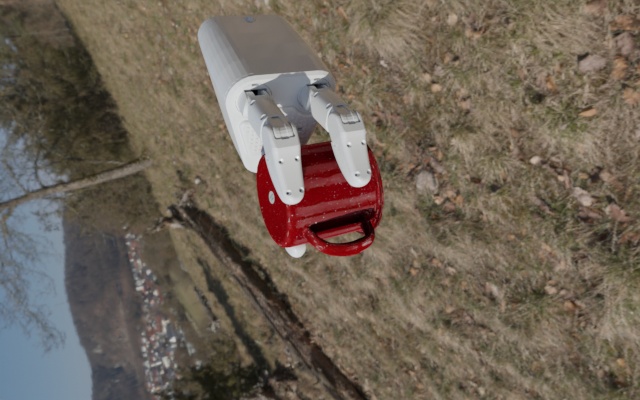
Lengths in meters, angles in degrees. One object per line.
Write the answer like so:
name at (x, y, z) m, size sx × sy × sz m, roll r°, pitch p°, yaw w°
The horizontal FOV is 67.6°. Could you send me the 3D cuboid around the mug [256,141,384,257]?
mug at (0.000, 0.002, 0.401) m, size 0.081 × 0.117 × 0.093 m, roll -12°, pitch -40°, yaw -23°
